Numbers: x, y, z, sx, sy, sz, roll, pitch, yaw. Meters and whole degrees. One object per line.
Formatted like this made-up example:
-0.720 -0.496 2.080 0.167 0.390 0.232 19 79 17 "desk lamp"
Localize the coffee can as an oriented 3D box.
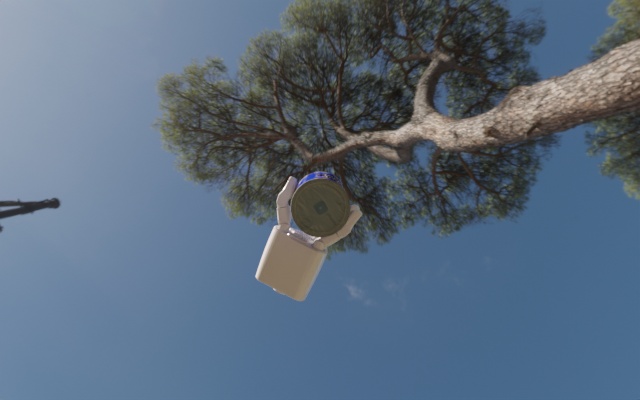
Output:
0.000 0.003 0.881 0.103 0.103 0.140 0 8 0 "coffee can"
